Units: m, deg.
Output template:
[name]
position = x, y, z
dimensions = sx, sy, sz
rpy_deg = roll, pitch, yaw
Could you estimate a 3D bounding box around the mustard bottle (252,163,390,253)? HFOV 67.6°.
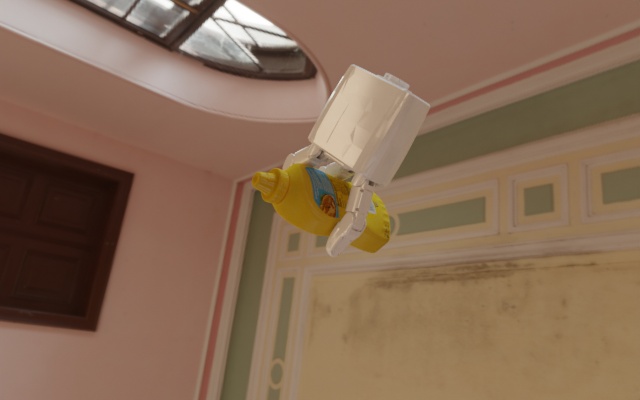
[mustard bottle]
position = 0.000, 0.002, 0.594
dimensions = 0.192, 0.096, 0.058
rpy_deg = 20, -51, -36
